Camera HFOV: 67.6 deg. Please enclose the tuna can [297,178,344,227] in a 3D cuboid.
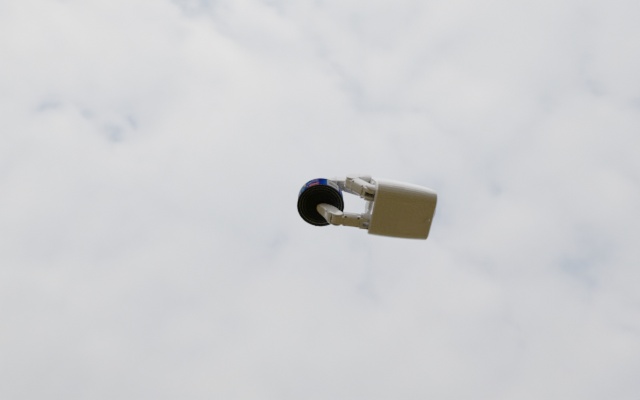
[{"bbox_3d":[0.000,0.003,0.871,0.086,0.086,0.033,0,27,0],"label":"tuna can"}]
